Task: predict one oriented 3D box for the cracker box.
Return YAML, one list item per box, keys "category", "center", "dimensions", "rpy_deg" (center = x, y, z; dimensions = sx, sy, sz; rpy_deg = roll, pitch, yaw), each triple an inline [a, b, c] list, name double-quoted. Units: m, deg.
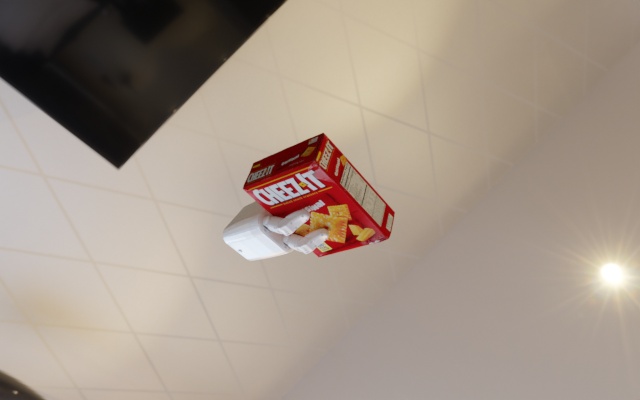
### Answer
- category: "cracker box"
  center: [0.000, 0.003, 0.819]
  dimensions: [0.164, 0.072, 0.214]
  rpy_deg: [-18, -49, 36]
